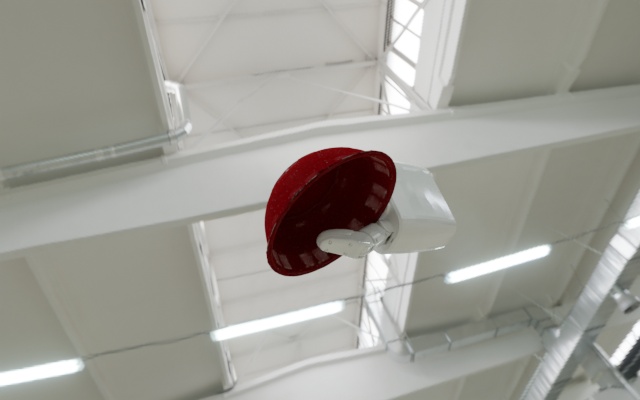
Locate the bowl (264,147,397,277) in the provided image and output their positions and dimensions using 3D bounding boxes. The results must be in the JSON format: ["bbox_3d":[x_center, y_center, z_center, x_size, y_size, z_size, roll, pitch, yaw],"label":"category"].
[{"bbox_3d":[-0.001,0.001,0.488,0.162,0.162,0.055,0,39,-50],"label":"bowl"}]
